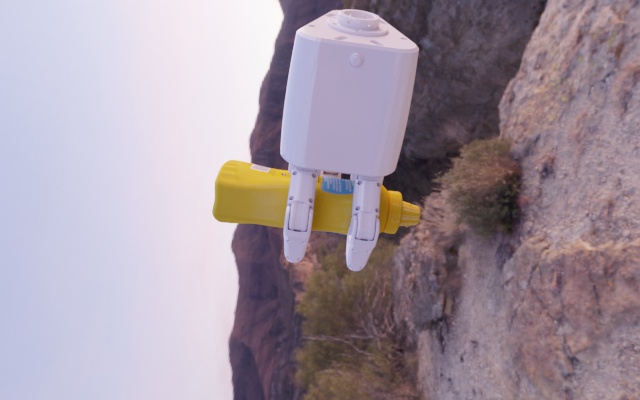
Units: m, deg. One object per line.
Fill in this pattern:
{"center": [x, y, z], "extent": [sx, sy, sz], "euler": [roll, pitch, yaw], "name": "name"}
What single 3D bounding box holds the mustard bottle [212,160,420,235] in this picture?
{"center": [0.000, 0.002, 0.459], "extent": [0.191, 0.058, 0.096], "euler": [7, 9, -2], "name": "mustard bottle"}
